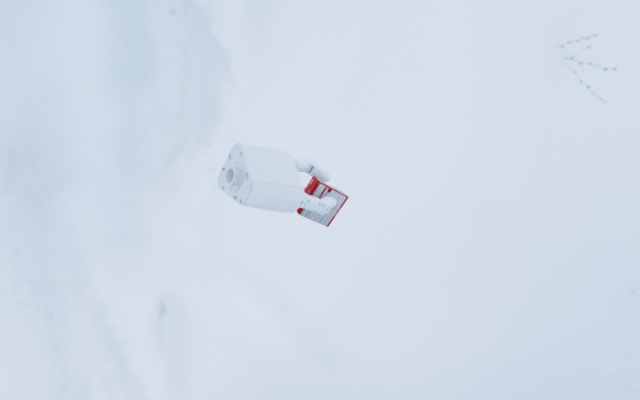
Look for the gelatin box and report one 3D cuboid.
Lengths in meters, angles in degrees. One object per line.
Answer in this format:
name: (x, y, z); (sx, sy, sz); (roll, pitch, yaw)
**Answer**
gelatin box: (0.001, 0.003, 0.899); (0.089, 0.073, 0.030); (26, 12, -44)
